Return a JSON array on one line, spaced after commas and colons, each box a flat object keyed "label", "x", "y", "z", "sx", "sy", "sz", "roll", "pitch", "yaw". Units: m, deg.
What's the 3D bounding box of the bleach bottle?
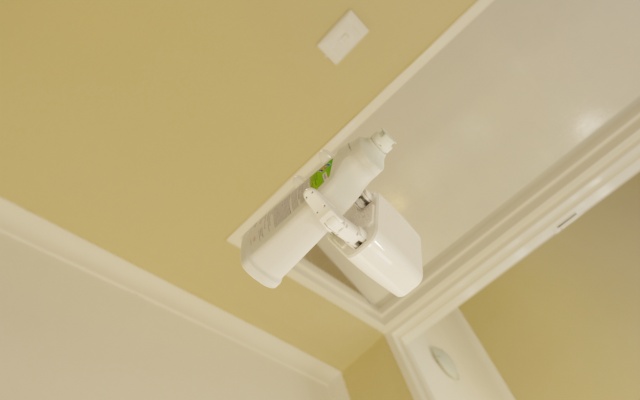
[{"label": "bleach bottle", "x": 0.000, "y": 0.002, "z": 0.639, "sx": 0.068, "sy": 0.251, "sz": 0.102, "roll": 41, "pitch": 16, "yaw": -24}]
